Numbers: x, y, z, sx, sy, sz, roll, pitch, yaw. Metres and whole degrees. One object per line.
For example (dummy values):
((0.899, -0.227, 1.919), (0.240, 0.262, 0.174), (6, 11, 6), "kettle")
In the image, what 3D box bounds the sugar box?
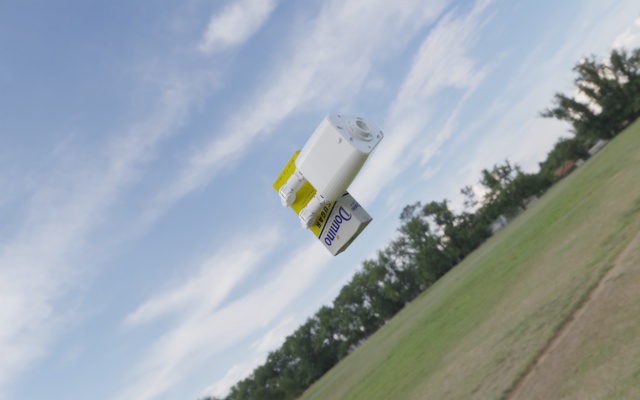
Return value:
((0.000, 0.003, 0.842), (0.048, 0.176, 0.093), (-18, -28, -52), "sugar box")
